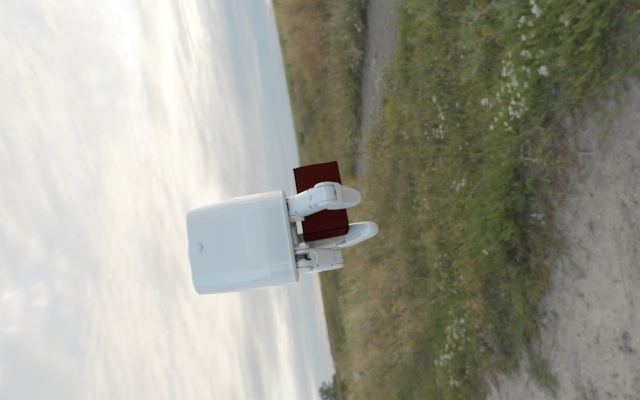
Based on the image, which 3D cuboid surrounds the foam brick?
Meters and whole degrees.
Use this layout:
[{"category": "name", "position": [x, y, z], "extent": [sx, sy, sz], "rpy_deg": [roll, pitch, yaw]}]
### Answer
[{"category": "foam brick", "position": [0.000, 0.001, 0.537], "extent": [0.051, 0.078, 0.053], "rpy_deg": [-9, -13, -1]}]
